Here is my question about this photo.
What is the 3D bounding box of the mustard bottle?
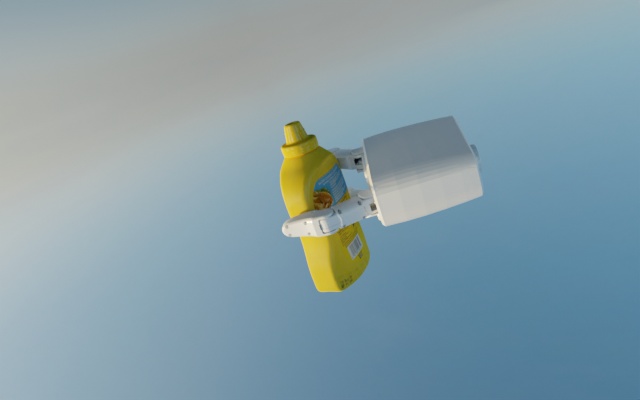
[{"bbox_3d":[0.000,0.002,0.546,0.058,0.192,0.096,-7,23,33],"label":"mustard bottle"}]
